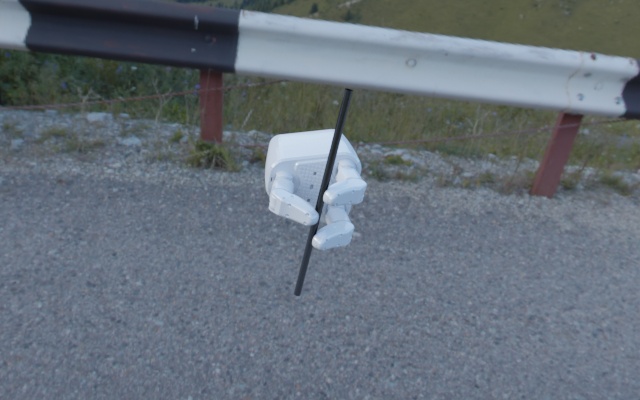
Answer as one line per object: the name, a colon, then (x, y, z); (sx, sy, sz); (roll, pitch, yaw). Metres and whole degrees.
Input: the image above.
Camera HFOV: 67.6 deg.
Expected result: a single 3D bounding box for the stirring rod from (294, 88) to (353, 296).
stirring rod: (0.000, 0.002, 0.500); (0.011, 0.240, 0.011); (12, 25, -5)
